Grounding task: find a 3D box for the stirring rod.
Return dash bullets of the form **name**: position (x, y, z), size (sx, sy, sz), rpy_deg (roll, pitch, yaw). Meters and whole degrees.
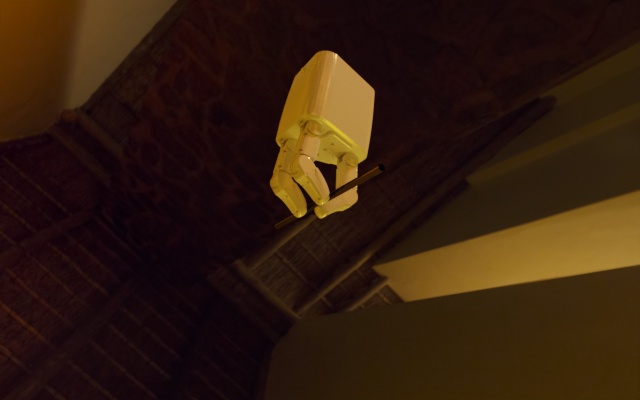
- **stirring rod**: position (0.000, 0.002, 0.566), size (0.011, 0.011, 0.239), rpy_deg (0, -16, -31)
